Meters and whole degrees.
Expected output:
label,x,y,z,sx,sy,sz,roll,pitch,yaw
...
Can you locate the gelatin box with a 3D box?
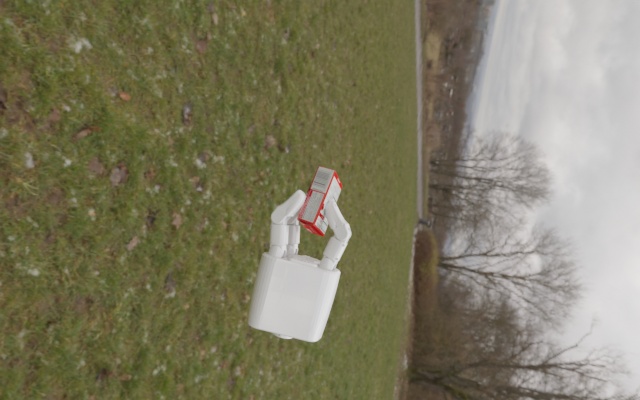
label,x,y,z,sx,sy,sz,roll,pitch,yaw
gelatin box,0.001,0.002,0.714,0.030,0.089,0.073,19,-11,16
